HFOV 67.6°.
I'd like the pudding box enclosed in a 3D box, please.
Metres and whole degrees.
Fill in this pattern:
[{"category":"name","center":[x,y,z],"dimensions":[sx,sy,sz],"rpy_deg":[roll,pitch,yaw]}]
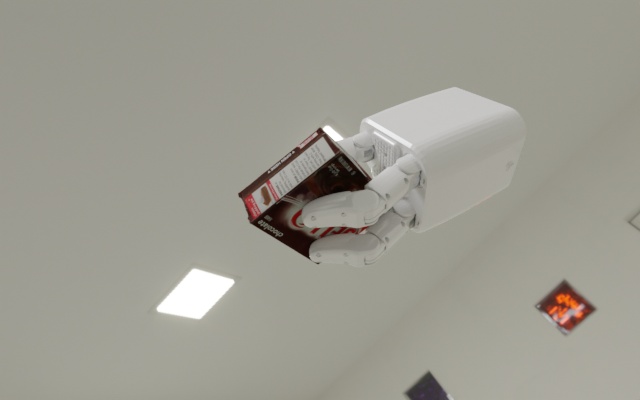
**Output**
[{"category":"pudding box","center":[0.000,0.001,0.406],"dimensions":[0.090,0.039,0.113],"rpy_deg":[-39,-39,9]}]
